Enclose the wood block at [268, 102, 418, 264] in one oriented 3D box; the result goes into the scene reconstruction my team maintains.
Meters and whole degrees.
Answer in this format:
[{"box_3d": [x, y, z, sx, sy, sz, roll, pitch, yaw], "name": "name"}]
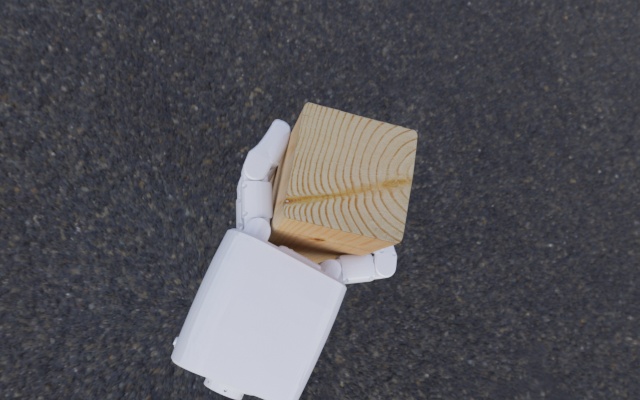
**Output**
[{"box_3d": [0.000, 0.002, 0.437, 0.091, 0.090, 0.206, 14, -15, -11], "name": "wood block"}]
